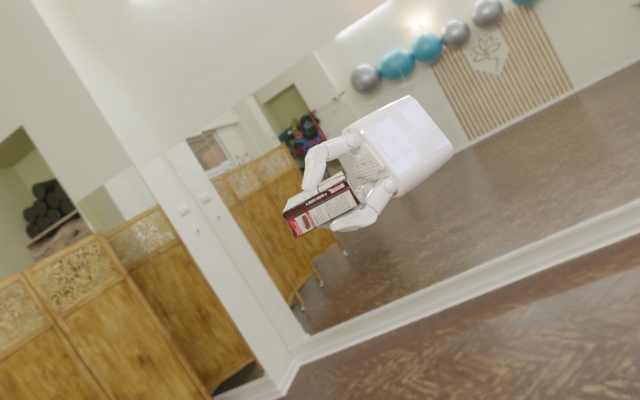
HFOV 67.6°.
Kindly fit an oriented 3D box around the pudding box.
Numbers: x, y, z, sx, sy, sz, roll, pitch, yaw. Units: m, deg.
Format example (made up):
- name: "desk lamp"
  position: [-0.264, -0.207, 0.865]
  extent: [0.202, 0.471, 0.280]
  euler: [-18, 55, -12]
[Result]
- name: "pudding box"
  position: [0.000, 0.002, 0.605]
  extent: [0.090, 0.039, 0.113]
  euler: [-29, 6, 4]
